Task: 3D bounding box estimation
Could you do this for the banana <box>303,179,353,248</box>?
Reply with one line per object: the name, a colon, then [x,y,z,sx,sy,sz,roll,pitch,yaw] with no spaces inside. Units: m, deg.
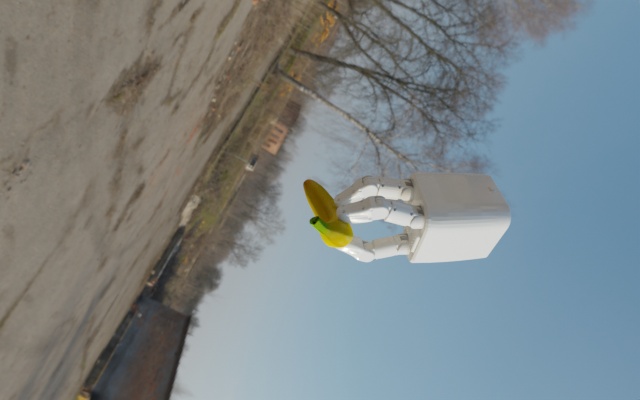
banana: [0.010,0.018,0.614,0.037,0.070,0.197,-31,15,2]
